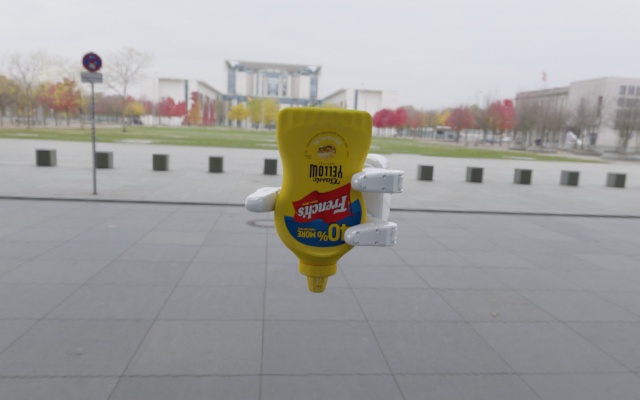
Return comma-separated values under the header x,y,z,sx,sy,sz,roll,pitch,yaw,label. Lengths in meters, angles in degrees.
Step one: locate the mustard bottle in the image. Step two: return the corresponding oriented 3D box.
x,y,z,sx,sy,sz,roll,pitch,yaw,label
0.000,0.001,0.497,0.096,0.191,0.058,1,9,-10,mustard bottle
